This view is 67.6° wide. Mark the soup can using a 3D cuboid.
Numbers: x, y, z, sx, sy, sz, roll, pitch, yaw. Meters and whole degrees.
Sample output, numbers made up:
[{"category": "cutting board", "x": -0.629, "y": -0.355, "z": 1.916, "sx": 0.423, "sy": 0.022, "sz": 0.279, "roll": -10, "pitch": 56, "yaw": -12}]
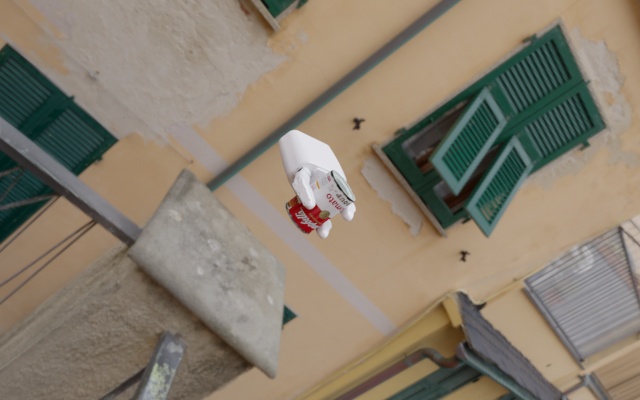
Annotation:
[{"category": "soup can", "x": 0.000, "y": 0.003, "z": 0.818, "sx": 0.102, "sy": 0.068, "sz": 0.068, "roll": -35, "pitch": -10, "yaw": 15}]
